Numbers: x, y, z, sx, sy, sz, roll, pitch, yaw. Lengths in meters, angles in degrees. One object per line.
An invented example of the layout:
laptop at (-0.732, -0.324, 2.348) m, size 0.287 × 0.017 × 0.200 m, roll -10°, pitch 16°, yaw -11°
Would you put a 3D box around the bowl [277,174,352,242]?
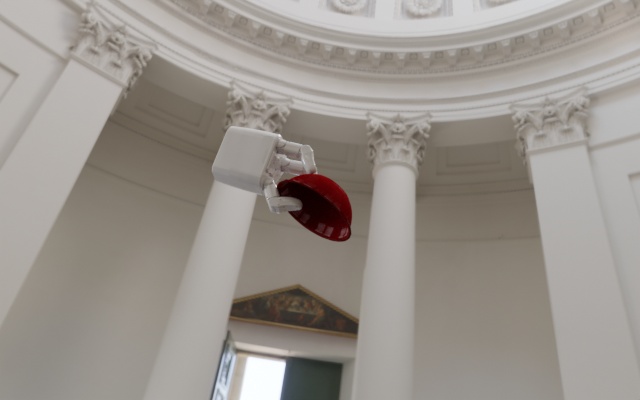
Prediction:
bowl at (0.001, 0.003, 0.869) m, size 0.162 × 0.055 × 0.162 m, roll 30°, pitch -27°, yaw 17°
